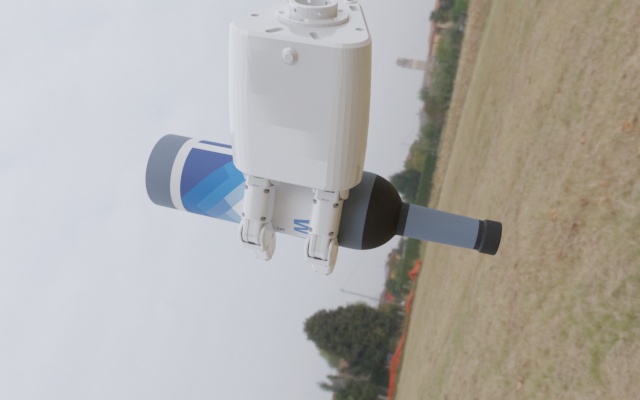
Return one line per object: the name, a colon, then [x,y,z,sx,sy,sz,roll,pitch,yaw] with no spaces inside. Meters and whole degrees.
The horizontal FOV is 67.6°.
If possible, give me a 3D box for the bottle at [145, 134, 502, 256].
bottle: [0.000,0.001,0.408,0.295,0.069,0.069,12,2,11]
